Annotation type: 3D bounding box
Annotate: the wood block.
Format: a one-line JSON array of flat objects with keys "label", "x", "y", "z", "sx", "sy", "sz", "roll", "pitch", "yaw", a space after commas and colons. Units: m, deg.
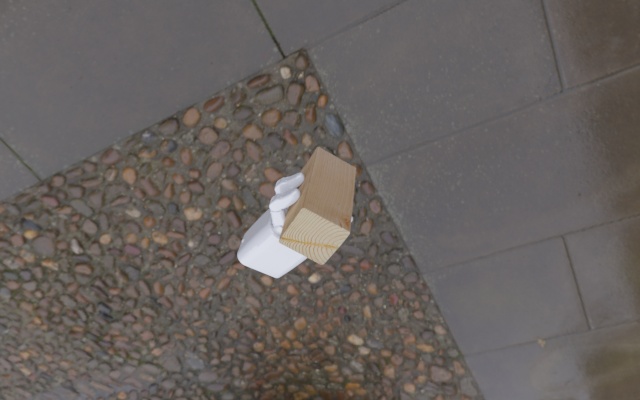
[{"label": "wood block", "x": 0.000, "y": 0.003, "z": 0.861, "sx": 0.091, "sy": 0.090, "sz": 0.206, "roll": 29, "pitch": 33, "yaw": -12}]
